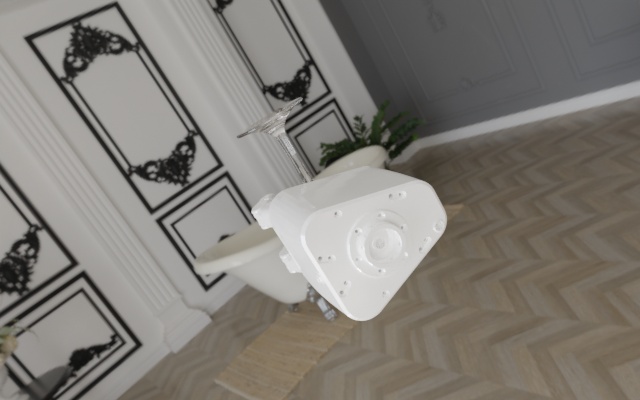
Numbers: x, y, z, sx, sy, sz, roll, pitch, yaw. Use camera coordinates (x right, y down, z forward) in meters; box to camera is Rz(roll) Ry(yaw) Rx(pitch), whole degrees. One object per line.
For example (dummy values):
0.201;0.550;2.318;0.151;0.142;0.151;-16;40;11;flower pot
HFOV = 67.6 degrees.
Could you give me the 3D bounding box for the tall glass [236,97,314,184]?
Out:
0.000;0.001;0.487;0.079;0.201;0.079;-29;15;9;tall glass
